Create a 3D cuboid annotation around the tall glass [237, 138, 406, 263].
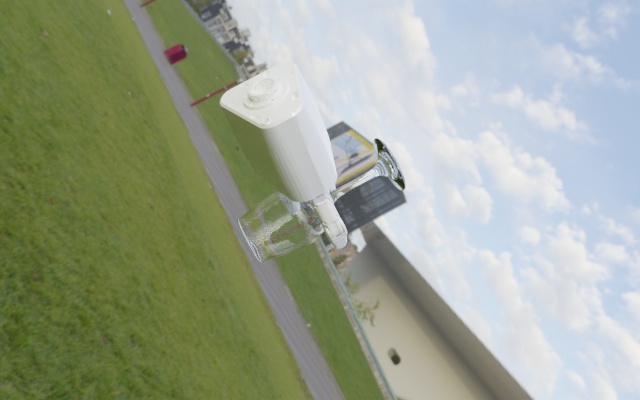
[{"bbox_3d":[0.001,0.002,0.591,0.201,0.079,0.079,-29,2,-5],"label":"tall glass"}]
